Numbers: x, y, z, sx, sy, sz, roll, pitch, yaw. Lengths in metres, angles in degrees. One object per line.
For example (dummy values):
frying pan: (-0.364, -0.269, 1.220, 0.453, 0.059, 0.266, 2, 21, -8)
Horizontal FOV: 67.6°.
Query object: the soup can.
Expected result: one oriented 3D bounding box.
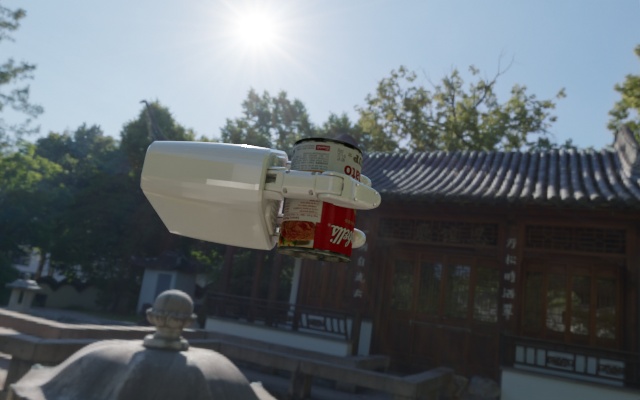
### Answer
soup can: (0.001, 0.001, 0.439, 0.068, 0.102, 0.068, 8, -12, 2)
